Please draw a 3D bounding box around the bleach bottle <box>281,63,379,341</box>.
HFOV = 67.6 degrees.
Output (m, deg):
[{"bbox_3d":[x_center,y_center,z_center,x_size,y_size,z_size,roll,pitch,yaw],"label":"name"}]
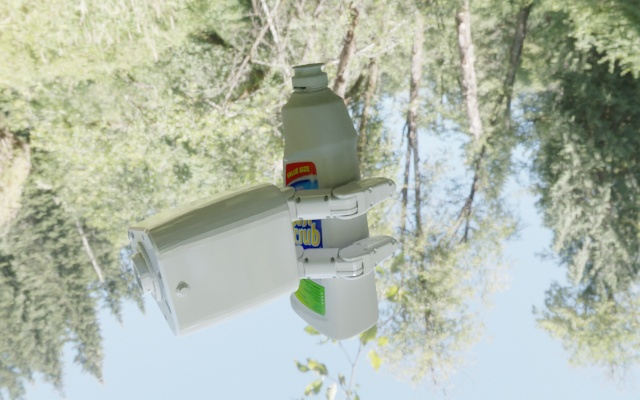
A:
[{"bbox_3d":[0.000,0.002,0.449,0.068,0.251,0.102,-20,24,-28],"label":"bleach bottle"}]
